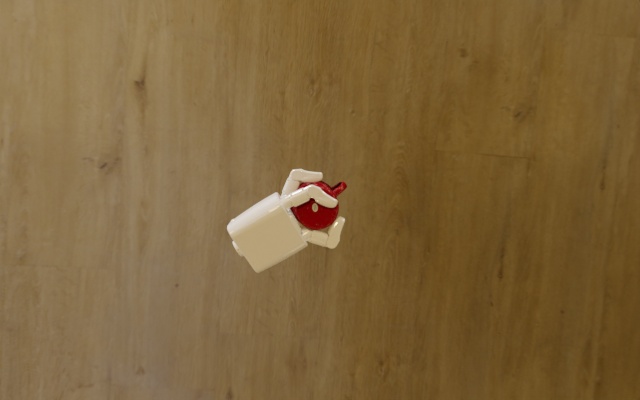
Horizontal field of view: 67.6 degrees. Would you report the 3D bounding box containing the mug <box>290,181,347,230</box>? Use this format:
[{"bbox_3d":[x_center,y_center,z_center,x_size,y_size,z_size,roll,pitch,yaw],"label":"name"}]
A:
[{"bbox_3d":[0.001,0.002,0.892,0.117,0.093,0.081,-33,8,-1],"label":"mug"}]
